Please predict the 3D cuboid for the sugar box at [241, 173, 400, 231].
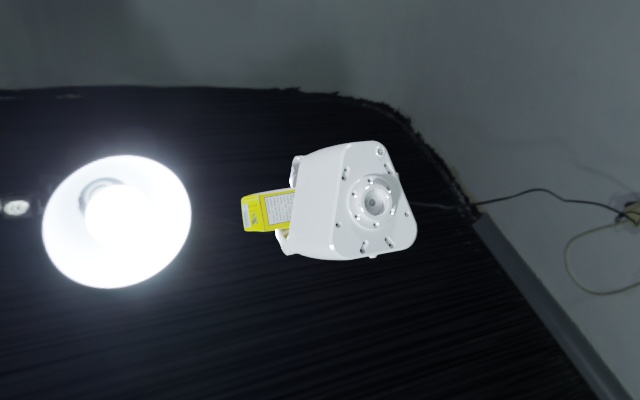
[{"bbox_3d":[0.000,0.002,0.577,0.176,0.048,0.093,-8,1,-22],"label":"sugar box"}]
